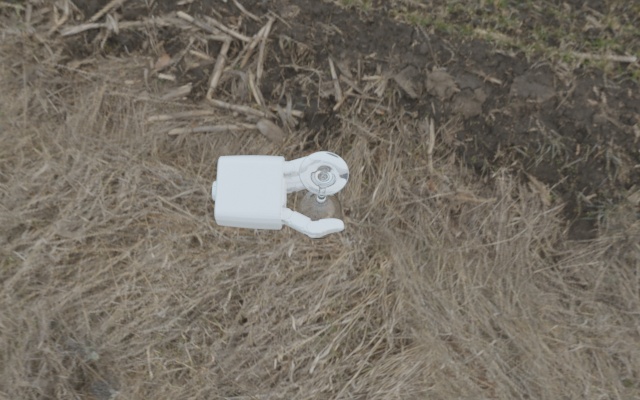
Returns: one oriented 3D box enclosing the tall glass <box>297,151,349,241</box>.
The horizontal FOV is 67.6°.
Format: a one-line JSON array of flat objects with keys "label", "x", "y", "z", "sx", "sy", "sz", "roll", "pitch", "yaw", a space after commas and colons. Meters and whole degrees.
[{"label": "tall glass", "x": 0.000, "y": 0.002, "z": 0.793, "sx": 0.079, "sy": 0.079, "sz": 0.201, "roll": 0, "pitch": -26, "yaw": -3}]
